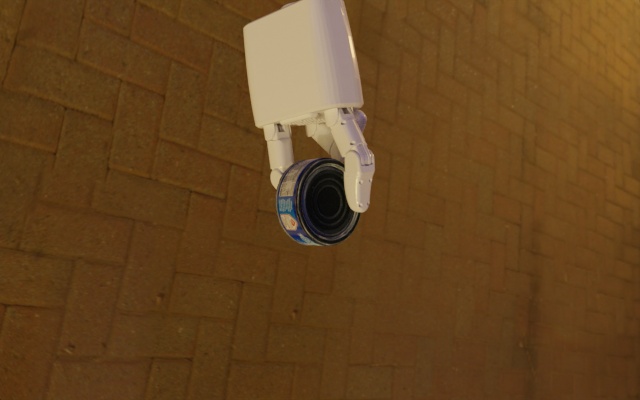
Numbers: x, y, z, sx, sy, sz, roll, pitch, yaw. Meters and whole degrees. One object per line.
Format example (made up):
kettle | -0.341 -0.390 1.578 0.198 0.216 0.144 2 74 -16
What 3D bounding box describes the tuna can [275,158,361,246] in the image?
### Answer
tuna can | 0.000 0.002 0.464 0.086 0.086 0.034 0 -1 -40
